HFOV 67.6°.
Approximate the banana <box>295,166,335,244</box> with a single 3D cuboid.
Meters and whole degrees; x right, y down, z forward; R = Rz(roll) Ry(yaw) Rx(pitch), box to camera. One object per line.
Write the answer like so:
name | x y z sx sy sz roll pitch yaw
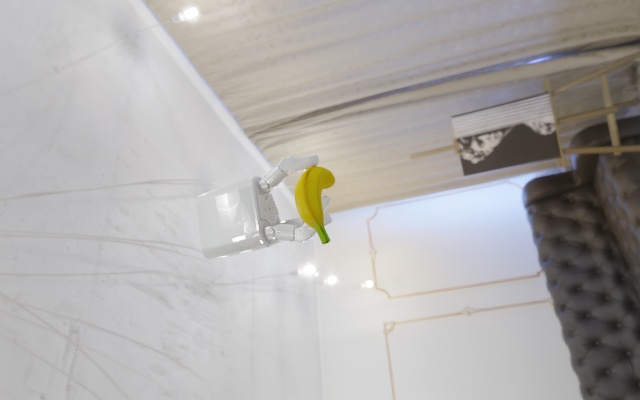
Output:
banana | -0.007 -0.012 0.688 0.037 0.070 0.197 -18 24 15
